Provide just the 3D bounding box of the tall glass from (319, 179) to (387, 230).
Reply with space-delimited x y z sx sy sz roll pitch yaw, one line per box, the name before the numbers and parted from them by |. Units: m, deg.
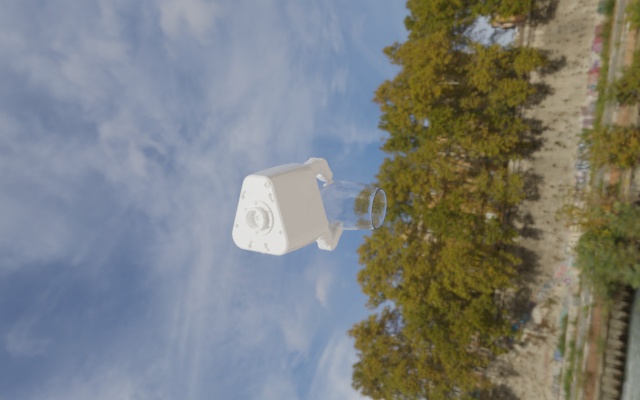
tall glass | 0.000 0.002 0.752 0.201 0.079 0.079 6 3 28
